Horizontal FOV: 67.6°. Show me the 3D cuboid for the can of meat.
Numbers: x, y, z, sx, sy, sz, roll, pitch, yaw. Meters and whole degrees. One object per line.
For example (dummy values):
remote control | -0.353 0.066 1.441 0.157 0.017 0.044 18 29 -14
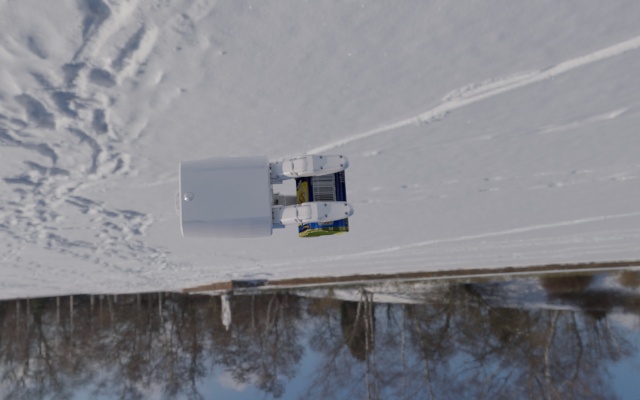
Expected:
can of meat | 0.000 0.002 0.606 0.057 0.084 0.102 -2 -7 -12
